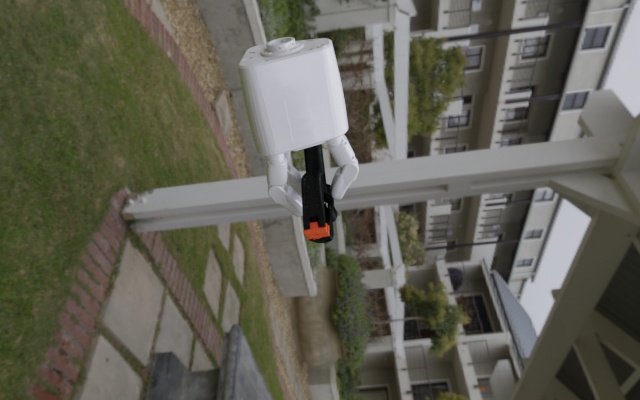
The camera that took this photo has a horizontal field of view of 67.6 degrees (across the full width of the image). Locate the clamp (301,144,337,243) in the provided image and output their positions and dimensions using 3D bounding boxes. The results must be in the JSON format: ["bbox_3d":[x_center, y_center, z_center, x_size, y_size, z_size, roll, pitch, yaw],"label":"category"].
[{"bbox_3d":[0.001,0.002,0.639,0.036,0.165,0.209,-11,31,6],"label":"clamp"}]
